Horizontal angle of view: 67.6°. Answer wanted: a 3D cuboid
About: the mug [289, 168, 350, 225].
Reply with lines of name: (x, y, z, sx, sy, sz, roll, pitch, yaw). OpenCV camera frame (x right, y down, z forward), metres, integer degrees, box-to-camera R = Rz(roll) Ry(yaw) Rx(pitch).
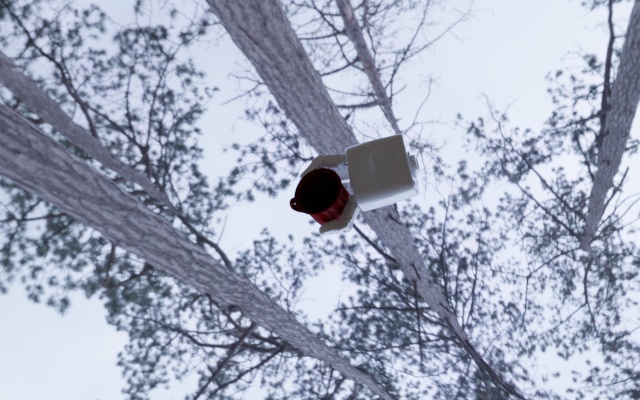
mug: (-0.001, 0.003, 0.877, 0.117, 0.093, 0.081, -14, -31, 20)
